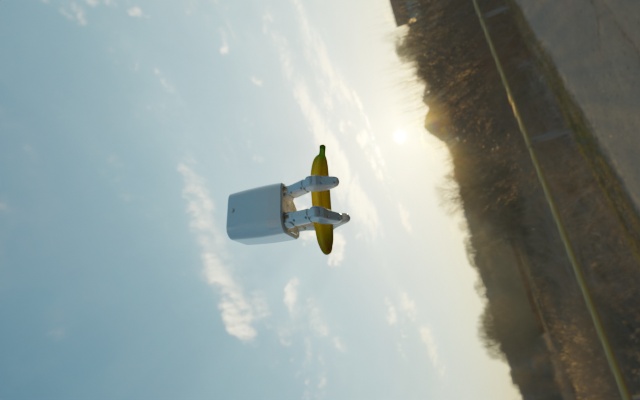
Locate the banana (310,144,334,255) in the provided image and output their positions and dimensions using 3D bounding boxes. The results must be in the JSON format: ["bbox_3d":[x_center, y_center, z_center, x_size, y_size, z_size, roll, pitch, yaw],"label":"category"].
[{"bbox_3d":[0.001,0.002,0.873,0.037,0.197,0.069,-5,-8,3],"label":"banana"}]
